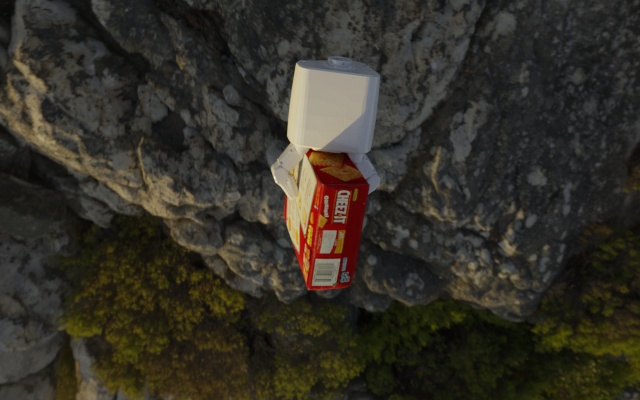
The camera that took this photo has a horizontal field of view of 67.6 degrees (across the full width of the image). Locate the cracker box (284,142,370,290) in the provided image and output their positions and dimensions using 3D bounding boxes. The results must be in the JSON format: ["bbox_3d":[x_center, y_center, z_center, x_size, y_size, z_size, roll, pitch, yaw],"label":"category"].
[{"bbox_3d":[0.000,0.002,0.710,0.072,0.164,0.213,0,27,-14],"label":"cracker box"}]
